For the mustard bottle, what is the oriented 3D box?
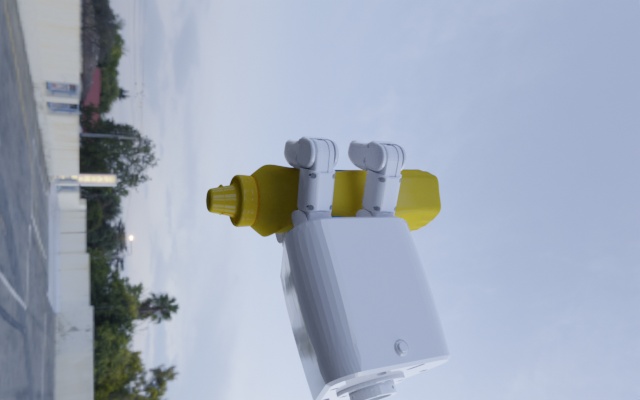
[{"bbox_3d":[0.000,0.001,0.406,0.191,0.058,0.096,0,-7,-27],"label":"mustard bottle"}]
